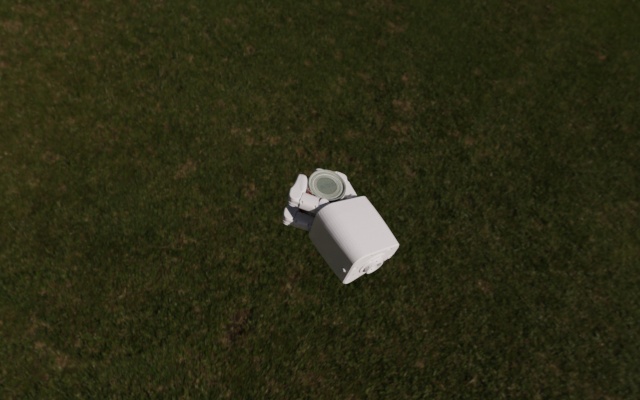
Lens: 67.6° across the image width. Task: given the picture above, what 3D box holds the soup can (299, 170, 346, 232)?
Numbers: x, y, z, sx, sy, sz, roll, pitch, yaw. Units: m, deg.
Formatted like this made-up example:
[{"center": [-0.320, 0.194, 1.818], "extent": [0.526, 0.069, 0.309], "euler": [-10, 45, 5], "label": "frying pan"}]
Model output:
[{"center": [0.000, 0.002, 0.834], "extent": [0.068, 0.068, 0.102], "euler": [0, -35, -15], "label": "soup can"}]
